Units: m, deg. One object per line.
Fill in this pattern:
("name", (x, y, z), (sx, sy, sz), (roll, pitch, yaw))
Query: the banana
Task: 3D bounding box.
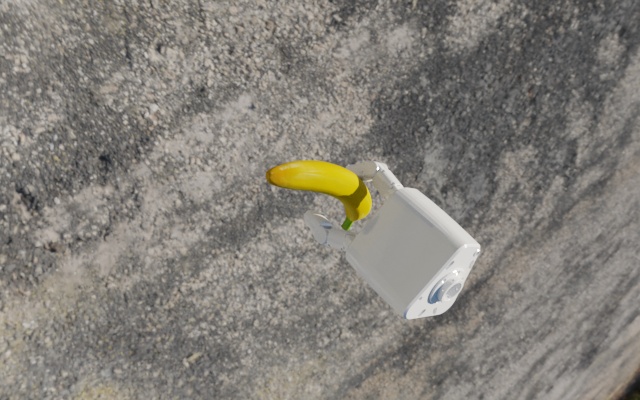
("banana", (0.014, -0.010, 0.581), (0.037, 0.069, 0.198), (48, 8, 37))
